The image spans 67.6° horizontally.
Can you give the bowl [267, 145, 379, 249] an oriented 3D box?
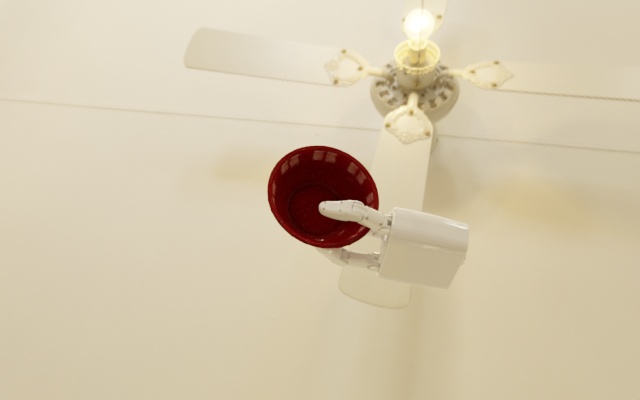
[{"bbox_3d":[-0.001,0.002,0.690,0.162,0.162,0.055,0,-26,-14],"label":"bowl"}]
